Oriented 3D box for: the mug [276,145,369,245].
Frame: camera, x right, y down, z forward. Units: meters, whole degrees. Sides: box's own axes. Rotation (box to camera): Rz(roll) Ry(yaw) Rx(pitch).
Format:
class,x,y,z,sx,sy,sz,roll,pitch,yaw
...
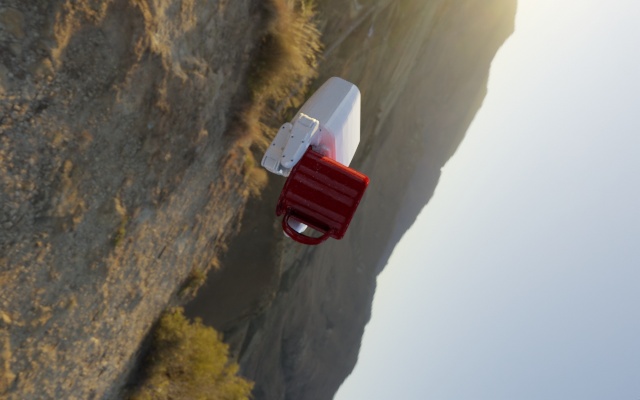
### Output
class,x,y,z,sx,sy,sz,roll,pitch,yaw
mug,0.000,0.003,0.546,0.081,0.117,0.093,26,-39,5
